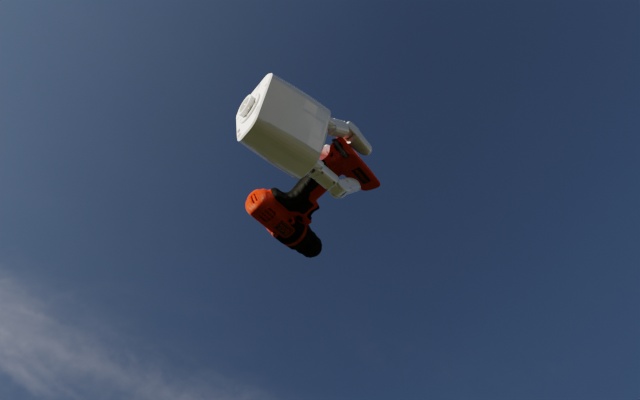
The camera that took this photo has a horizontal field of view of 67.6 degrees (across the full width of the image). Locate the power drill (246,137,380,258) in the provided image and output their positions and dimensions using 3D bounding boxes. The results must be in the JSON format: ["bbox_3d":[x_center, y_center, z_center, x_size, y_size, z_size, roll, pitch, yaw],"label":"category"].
[{"bbox_3d":[0.000,0.002,0.762,0.184,0.187,0.057,44,10,-46],"label":"power drill"}]
